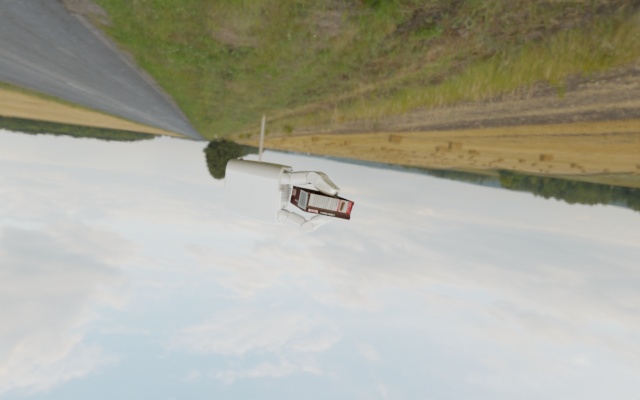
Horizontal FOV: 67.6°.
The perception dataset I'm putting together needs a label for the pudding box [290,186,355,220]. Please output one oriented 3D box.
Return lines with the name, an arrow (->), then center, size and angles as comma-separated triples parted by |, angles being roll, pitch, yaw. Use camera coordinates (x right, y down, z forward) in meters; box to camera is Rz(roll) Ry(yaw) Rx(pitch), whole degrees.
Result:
pudding box -> 0.000, 0.003, 0.884 | 0.090, 0.039, 0.113 | 11, 7, -18
